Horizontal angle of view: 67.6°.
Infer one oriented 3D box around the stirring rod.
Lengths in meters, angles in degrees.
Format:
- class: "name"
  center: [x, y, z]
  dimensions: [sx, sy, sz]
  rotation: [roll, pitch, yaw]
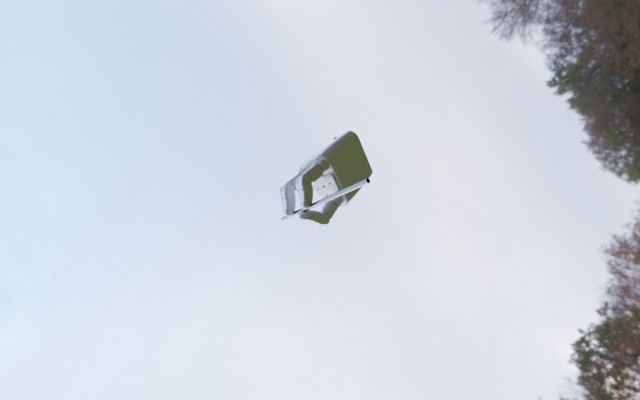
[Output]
- class: "stirring rod"
  center: [0.000, 0.003, 0.800]
  dimensions: [0.011, 0.011, 0.239]
  rotation: [0, -15, -38]
